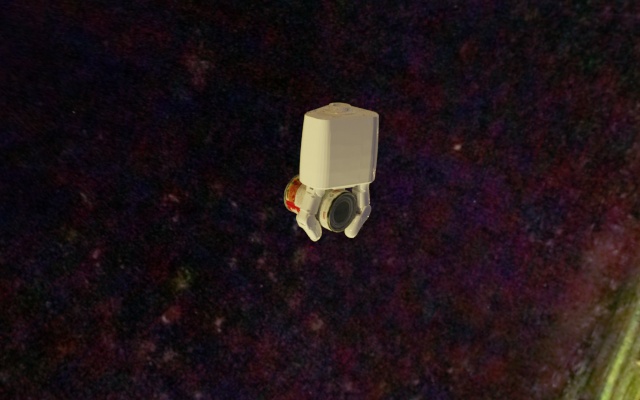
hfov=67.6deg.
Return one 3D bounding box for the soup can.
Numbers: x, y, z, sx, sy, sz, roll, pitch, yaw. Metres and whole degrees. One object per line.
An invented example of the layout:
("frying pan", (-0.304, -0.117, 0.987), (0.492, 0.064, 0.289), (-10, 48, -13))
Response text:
("soup can", (0.000, 0.003, 0.767), (0.102, 0.068, 0.068), (24, 16, 40))
